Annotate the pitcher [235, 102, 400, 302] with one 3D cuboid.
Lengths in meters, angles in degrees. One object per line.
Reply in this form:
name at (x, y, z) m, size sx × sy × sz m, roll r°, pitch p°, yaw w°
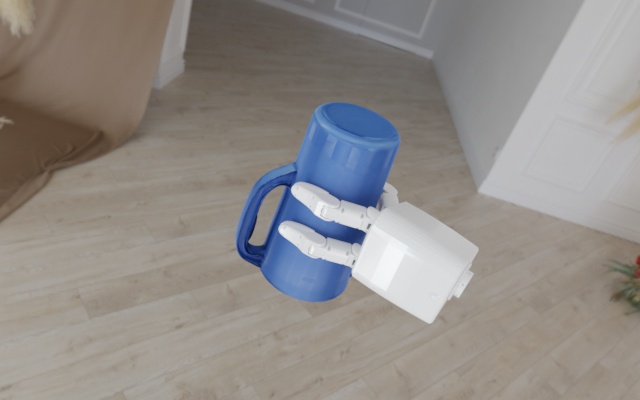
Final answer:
pitcher at (0.000, 0.002, 0.613) m, size 0.145 × 0.243 × 0.149 m, roll 33°, pitch 34°, yaw 21°
